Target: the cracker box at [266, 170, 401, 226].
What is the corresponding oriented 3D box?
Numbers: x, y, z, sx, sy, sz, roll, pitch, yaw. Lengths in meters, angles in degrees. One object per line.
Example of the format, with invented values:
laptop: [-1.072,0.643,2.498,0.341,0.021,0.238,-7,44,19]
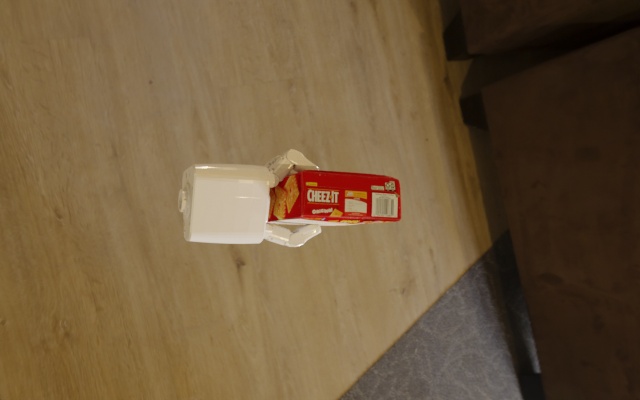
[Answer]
cracker box: [0.000,0.003,0.759,0.164,0.072,0.214,3,-6,-26]
